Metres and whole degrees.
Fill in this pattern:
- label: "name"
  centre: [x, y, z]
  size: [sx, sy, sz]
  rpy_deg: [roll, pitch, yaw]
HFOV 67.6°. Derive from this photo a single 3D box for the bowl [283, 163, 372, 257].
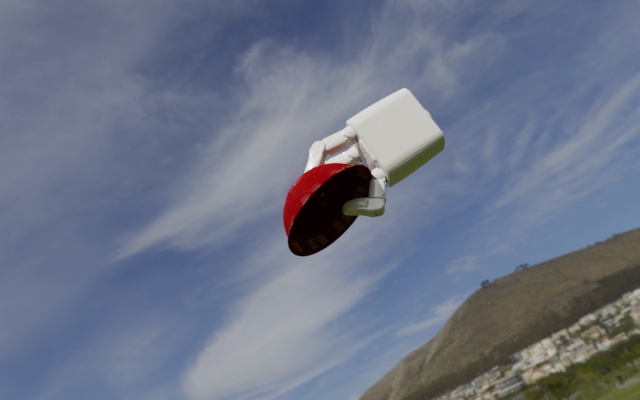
- label: "bowl"
  centre: [-0.001, 0.003, 0.687]
  size: [0.055, 0.162, 0.162]
  rpy_deg: [41, 22, 28]
